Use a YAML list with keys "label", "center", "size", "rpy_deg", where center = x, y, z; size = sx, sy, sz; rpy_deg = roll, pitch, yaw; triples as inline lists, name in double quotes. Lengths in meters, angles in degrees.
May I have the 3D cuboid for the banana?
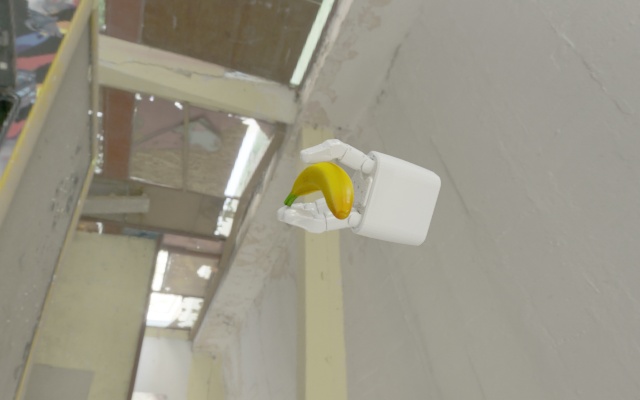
- label: "banana"
  center: [0.004, -0.016, 0.607]
  size: [0.037, 0.069, 0.198]
  rpy_deg: [18, -3, -20]
